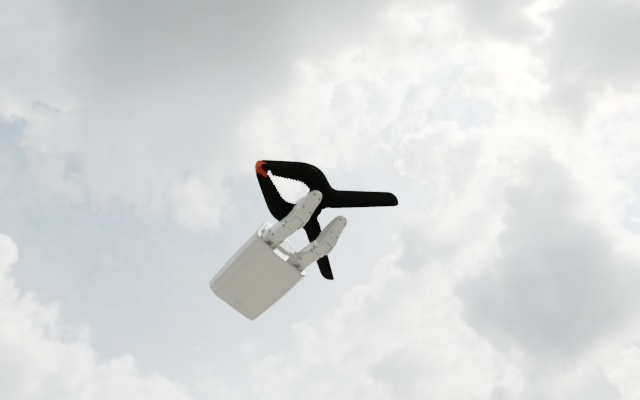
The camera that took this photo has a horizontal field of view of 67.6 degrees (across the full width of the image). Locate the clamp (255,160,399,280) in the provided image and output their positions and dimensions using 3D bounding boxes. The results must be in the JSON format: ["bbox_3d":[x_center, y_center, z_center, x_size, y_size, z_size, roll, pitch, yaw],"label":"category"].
[{"bbox_3d":[-0.001,0.002,0.685,0.210,0.164,0.036,43,8,-22],"label":"clamp"}]
